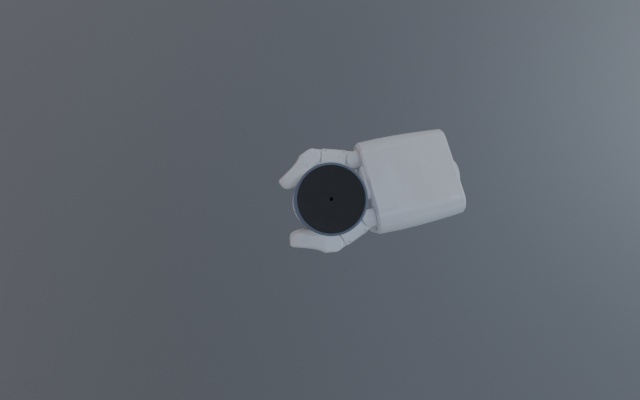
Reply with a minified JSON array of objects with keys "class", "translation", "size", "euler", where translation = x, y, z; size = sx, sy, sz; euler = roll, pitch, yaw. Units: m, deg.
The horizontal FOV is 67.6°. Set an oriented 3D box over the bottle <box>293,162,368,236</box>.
[{"class":"bottle","translation":[0.000,0.002,0.573],"size":[0.069,0.069,0.296],"euler":[0,-1,-4]}]
